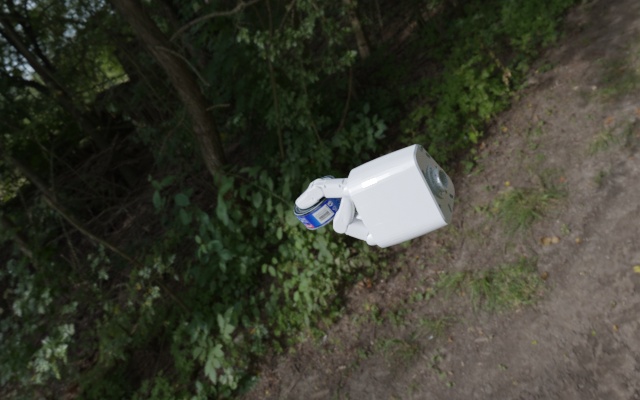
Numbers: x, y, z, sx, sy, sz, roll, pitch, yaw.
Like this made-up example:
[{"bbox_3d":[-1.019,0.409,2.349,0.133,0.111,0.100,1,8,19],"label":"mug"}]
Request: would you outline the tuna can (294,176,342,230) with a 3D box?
[{"bbox_3d":[0.000,0.002,0.738,0.034,0.086,0.086,47,-23,-23],"label":"tuna can"}]
